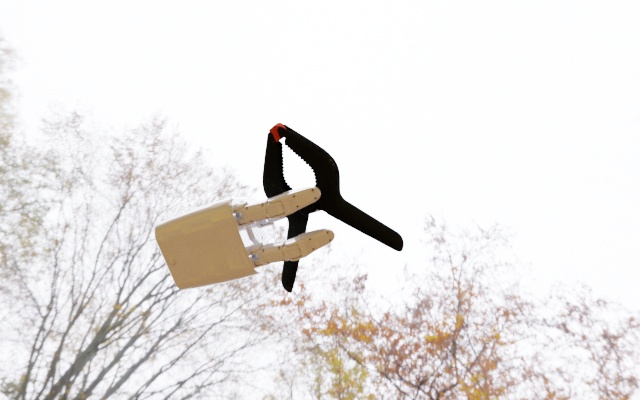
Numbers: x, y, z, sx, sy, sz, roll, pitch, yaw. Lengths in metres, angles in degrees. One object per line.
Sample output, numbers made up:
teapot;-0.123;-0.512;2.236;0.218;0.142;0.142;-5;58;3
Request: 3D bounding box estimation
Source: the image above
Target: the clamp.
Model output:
clamp;0.000;0.001;0.578;0.164;0.210;0.036;-16;15;9
